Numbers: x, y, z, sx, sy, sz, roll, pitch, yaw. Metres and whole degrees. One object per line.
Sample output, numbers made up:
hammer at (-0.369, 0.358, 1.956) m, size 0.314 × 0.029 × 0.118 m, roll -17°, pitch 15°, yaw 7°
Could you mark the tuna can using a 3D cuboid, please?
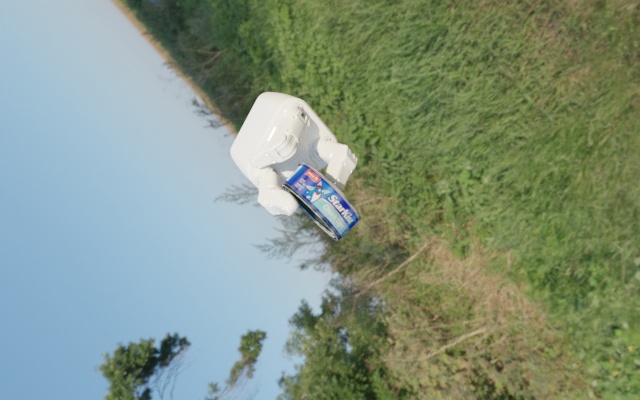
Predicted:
tuna can at (0.000, 0.002, 0.501) m, size 0.086 × 0.034 × 0.086 m, roll 44°, pitch -7°, yaw 7°
